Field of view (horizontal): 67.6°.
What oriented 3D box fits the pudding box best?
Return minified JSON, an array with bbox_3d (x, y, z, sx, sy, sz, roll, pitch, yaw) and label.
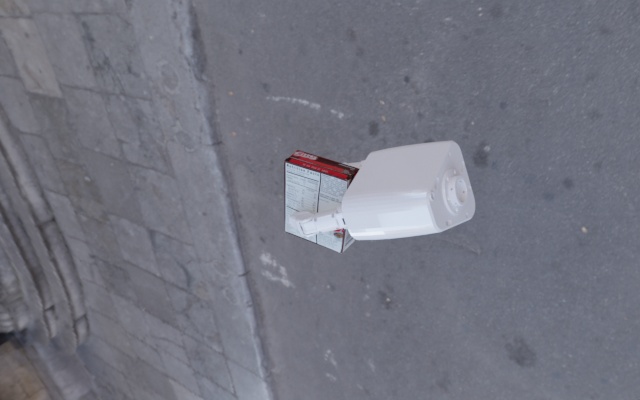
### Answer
[{"bbox_3d":[0.000,0.002,0.596,0.090,0.114,0.039,20,36,23],"label":"pudding box"}]
